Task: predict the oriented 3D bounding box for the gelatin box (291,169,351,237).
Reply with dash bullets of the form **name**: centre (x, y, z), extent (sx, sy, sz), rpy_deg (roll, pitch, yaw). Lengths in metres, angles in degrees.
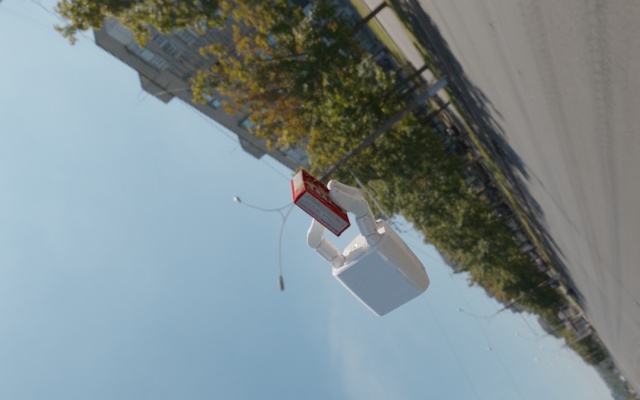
- **gelatin box**: centre (0.000, 0.002, 0.691), extent (0.089, 0.030, 0.073), rpy_deg (37, 18, -22)
